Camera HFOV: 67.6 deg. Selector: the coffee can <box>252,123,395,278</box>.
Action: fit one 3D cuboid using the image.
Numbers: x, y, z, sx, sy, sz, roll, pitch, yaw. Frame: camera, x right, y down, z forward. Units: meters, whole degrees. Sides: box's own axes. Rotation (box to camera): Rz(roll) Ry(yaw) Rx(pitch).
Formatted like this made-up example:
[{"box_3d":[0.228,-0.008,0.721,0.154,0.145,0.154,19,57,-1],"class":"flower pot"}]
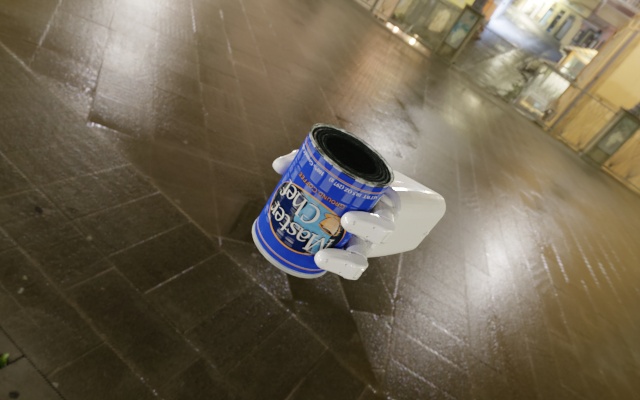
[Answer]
[{"box_3d":[0.000,0.002,0.528,0.103,0.140,0.102,25,29,-15],"class":"coffee can"}]
